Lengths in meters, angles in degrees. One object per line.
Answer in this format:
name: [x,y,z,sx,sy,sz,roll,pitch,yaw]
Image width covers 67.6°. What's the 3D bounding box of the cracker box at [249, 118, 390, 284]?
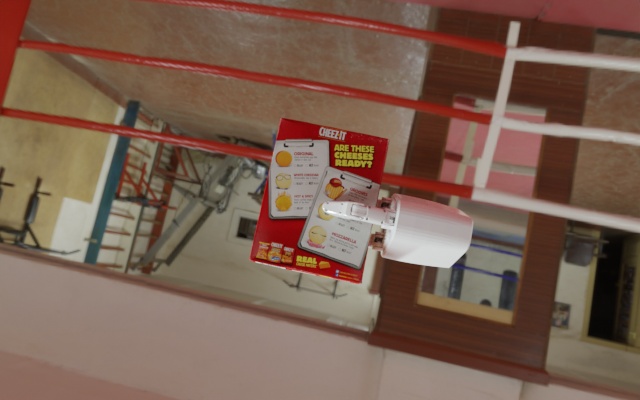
cracker box: [0.000,0.002,0.709,0.164,0.213,0.072,12,-8,1]
